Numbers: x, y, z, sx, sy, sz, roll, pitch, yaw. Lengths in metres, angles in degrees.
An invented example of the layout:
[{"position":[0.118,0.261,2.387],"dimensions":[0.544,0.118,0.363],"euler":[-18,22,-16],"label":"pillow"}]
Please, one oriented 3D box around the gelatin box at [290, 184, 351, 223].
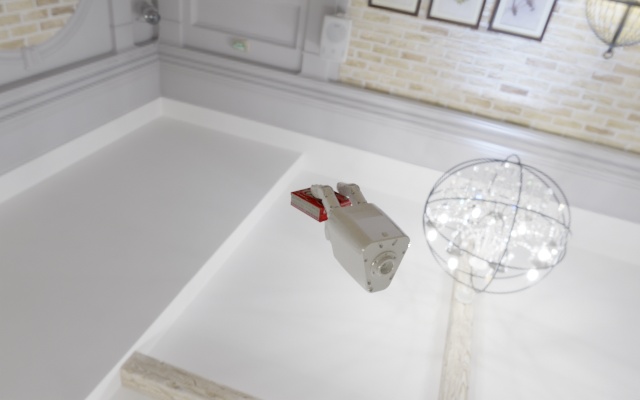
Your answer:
[{"position":[0.000,0.003,0.867],"dimensions":[0.073,0.030,0.089],"euler":[-16,30,-37],"label":"gelatin box"}]
